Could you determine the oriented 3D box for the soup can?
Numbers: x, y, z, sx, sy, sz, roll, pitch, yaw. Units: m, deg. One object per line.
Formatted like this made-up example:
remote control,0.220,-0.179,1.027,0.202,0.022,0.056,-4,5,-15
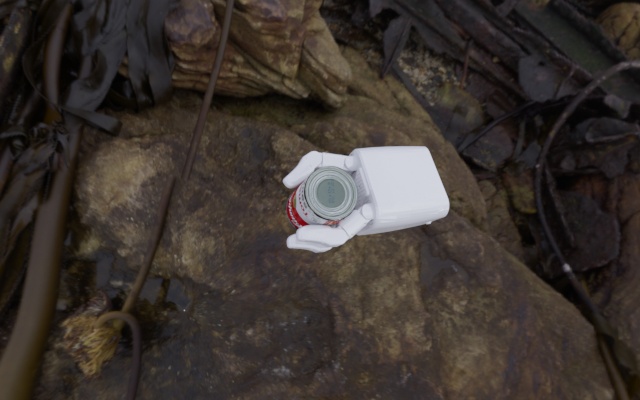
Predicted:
soup can,0.000,0.002,0.601,0.068,0.068,0.102,0,-12,-16
